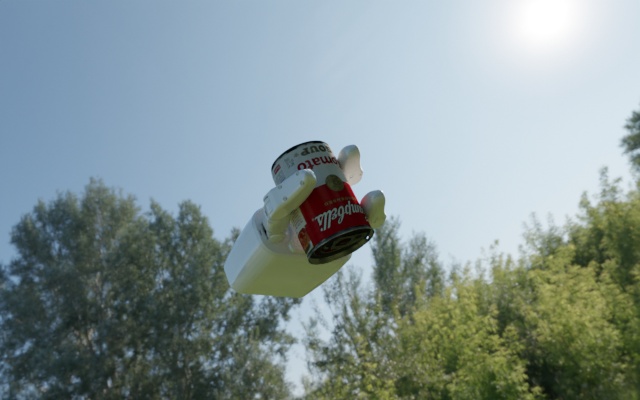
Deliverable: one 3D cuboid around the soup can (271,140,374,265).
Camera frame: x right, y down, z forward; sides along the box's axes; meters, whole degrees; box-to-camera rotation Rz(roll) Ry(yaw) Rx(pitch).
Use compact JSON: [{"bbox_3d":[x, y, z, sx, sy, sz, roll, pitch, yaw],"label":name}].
[{"bbox_3d":[0.000,0.001,0.464,0.068,0.102,0.068,-21,-23,-10],"label":"soup can"}]
